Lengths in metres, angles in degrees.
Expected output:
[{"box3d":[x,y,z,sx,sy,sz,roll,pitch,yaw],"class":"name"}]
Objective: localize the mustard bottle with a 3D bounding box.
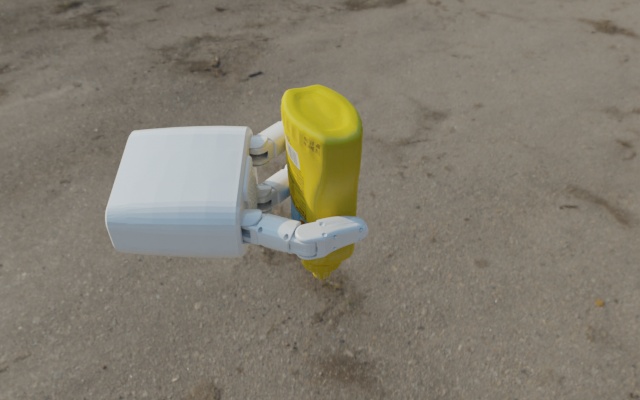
[{"box3d":[0.000,0.001,0.434,0.058,0.192,0.096,-15,41,-17],"class":"mustard bottle"}]
